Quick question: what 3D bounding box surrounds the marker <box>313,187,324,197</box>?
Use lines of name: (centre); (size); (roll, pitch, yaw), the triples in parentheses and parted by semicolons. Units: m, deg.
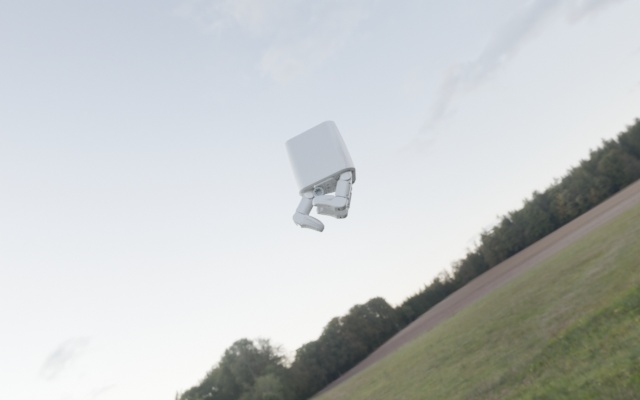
marker: (0.000, 0.003, 0.898); (0.020, 0.020, 0.121); (0, -18, 3)
